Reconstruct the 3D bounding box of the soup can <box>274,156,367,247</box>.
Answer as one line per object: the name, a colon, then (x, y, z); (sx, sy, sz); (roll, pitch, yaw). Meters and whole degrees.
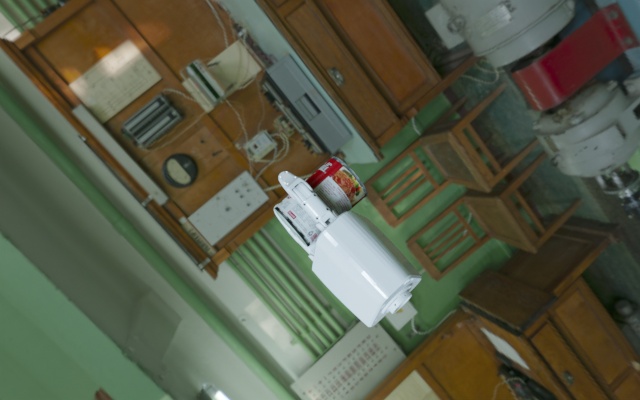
soup can: (0.000, 0.002, 0.611); (0.102, 0.068, 0.068); (-41, 7, -8)
